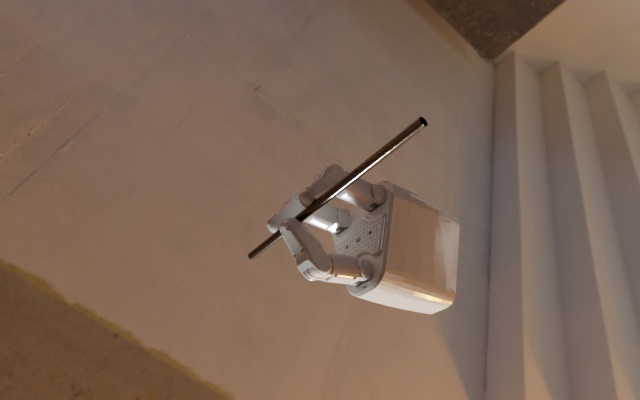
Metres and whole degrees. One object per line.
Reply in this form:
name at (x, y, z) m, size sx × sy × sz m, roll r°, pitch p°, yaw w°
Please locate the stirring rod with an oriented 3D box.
stirring rod at (0.000, 0.001, 0.407) m, size 0.011 × 0.011 × 0.240 m, roll 0°, pitch -28°, yaw -41°
